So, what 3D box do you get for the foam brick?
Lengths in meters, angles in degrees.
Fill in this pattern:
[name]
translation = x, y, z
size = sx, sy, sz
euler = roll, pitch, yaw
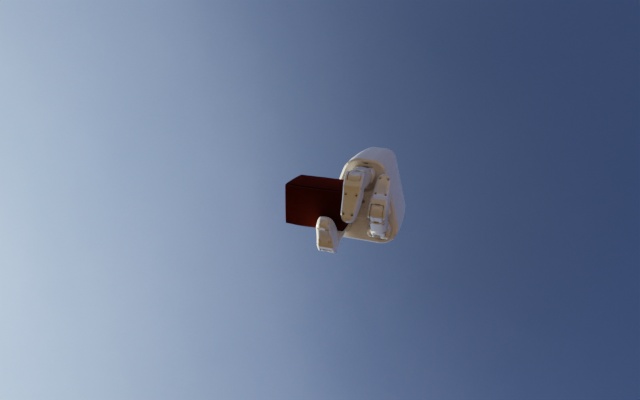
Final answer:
[foam brick]
translation = 0.000, 0.002, 0.600
size = 0.078, 0.053, 0.051
euler = 8, 20, 15
